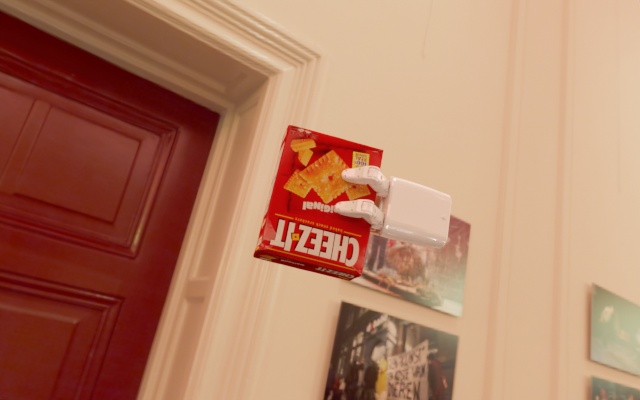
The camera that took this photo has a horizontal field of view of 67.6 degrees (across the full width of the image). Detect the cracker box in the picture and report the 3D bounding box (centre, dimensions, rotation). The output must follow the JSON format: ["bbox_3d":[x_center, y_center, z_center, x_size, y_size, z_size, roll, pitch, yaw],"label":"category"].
[{"bbox_3d":[0.000,0.002,0.759,0.164,0.213,0.072,15,-19,-9],"label":"cracker box"}]
